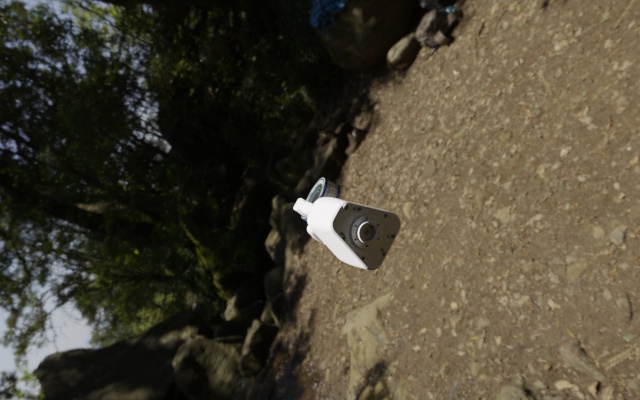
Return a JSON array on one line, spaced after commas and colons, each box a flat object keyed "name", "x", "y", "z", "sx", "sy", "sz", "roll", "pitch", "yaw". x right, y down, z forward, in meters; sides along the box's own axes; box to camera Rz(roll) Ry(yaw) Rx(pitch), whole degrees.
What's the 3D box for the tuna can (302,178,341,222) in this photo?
[{"name": "tuna can", "x": 0.000, "y": 0.003, "z": 0.860, "sx": 0.034, "sy": 0.086, "sz": 0.086, "roll": 27, "pitch": -7, "yaw": -14}]
